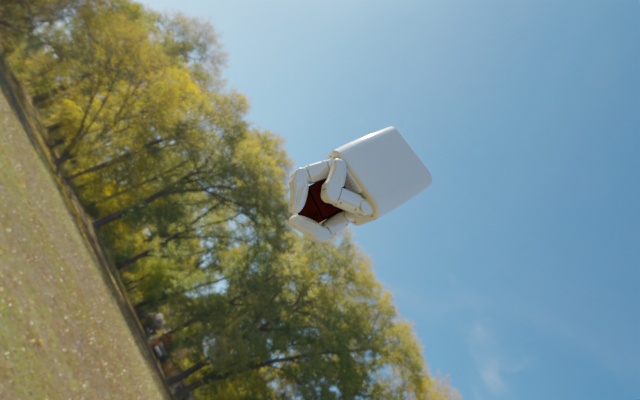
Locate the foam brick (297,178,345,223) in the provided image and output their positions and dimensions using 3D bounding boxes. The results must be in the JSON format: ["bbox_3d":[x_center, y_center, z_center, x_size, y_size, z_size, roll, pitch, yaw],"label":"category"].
[{"bbox_3d":[0.000,0.002,0.679,0.051,0.053,0.078,-27,-1,-23],"label":"foam brick"}]
